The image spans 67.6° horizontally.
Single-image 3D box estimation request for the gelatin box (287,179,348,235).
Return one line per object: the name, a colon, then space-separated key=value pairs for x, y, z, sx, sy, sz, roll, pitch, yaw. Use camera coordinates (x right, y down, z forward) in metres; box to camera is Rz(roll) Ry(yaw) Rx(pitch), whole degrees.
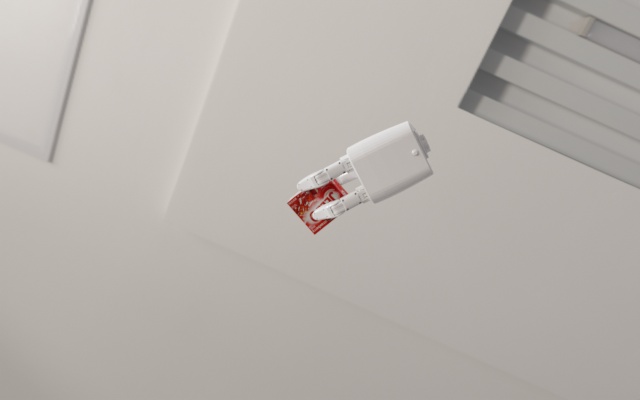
gelatin box: x=0.000 y=0.003 z=0.801 sx=0.089 sy=0.073 sz=0.030 roll=-39 pitch=6 yaw=22
